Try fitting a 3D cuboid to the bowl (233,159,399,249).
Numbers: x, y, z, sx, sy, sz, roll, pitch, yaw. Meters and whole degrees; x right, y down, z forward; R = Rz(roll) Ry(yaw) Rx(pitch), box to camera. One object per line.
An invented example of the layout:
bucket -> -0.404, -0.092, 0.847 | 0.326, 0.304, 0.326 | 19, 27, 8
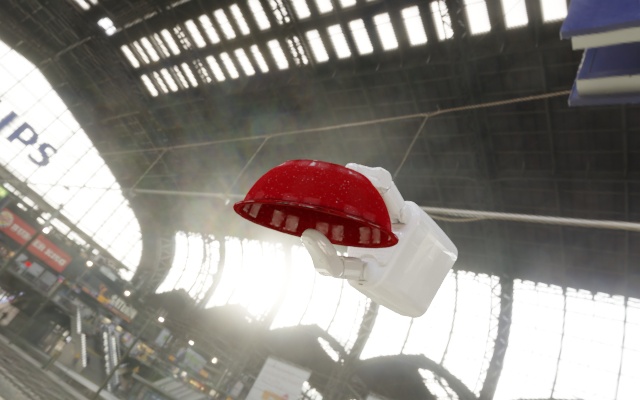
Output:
bowl -> 0.000, 0.001, 0.466 | 0.162, 0.055, 0.162 | 11, -13, 3
